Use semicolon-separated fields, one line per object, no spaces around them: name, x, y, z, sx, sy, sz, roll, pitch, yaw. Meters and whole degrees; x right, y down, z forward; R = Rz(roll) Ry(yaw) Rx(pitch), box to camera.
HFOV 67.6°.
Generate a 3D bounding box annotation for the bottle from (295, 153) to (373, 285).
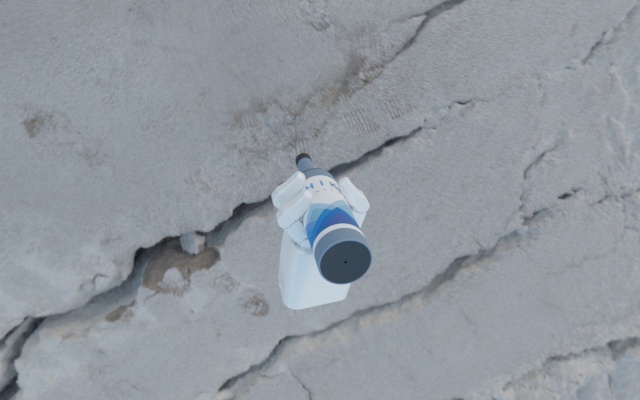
bottle;0.000;0.002;0.684;0.069;0.069;0.295;0;29;-13
